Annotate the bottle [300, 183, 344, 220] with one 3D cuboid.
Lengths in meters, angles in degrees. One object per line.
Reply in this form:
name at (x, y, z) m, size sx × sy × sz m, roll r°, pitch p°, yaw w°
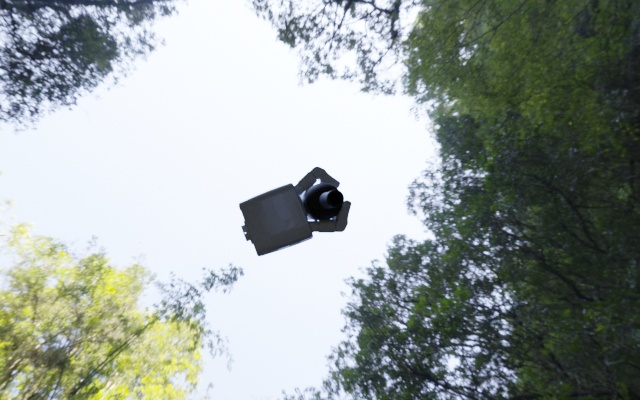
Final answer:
bottle at (0.000, 0.003, 0.878) m, size 0.069 × 0.069 × 0.296 m, roll 0°, pitch -2°, yaw -9°
